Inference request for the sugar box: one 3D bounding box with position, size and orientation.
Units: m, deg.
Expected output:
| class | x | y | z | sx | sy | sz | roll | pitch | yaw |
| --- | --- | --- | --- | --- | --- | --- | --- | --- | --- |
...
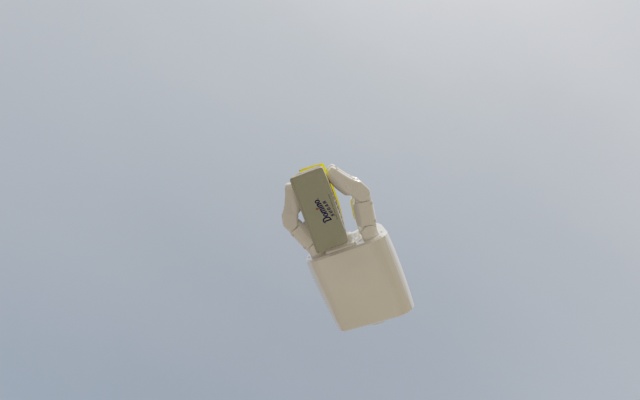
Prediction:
| class | x | y | z | sx | sy | sz | roll | pitch | yaw |
| --- | --- | --- | --- | --- | --- | --- | --- | --- | --- |
| sugar box | 0.001 | 0.002 | 0.617 | 0.048 | 0.093 | 0.176 | -20 | 6 | 0 |
